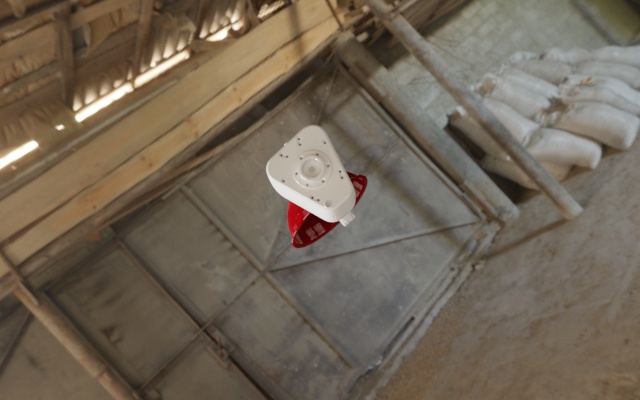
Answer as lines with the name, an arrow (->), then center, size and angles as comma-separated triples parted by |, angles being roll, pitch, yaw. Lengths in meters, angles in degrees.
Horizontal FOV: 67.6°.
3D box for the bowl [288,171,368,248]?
bowl -> 0.000, 0.003, 0.776 | 0.055, 0.162, 0.162 | 46, 18, 19
